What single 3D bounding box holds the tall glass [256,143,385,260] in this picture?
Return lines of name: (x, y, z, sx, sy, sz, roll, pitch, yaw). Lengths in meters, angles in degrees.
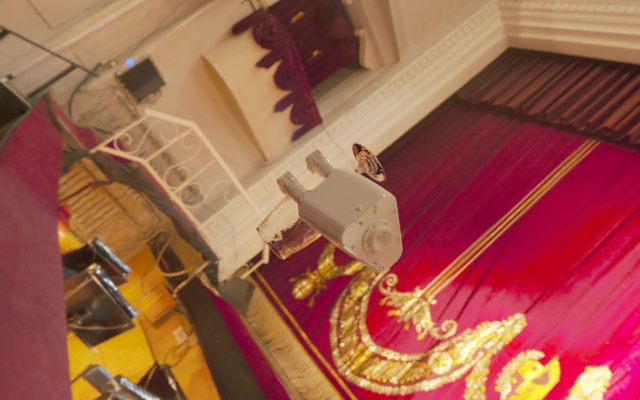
tall glass: (0.001, 0.002, 0.719, 0.201, 0.079, 0.079, -39, 10, -12)
